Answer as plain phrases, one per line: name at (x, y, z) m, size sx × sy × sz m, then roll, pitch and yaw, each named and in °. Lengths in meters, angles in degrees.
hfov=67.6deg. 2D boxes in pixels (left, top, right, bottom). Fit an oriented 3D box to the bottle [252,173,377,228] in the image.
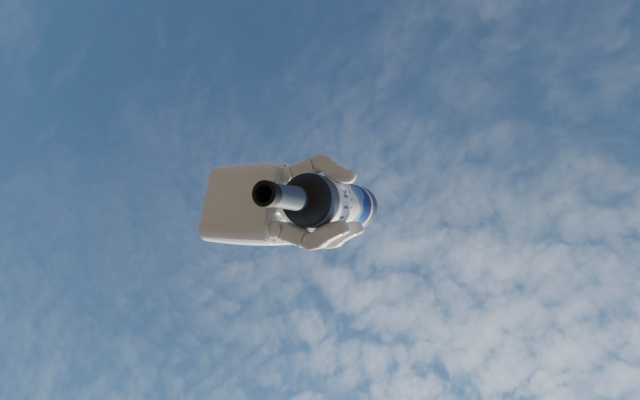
bottle at (0.000, 0.002, 0.609) m, size 0.069 × 0.069 × 0.296 m, roll 0°, pitch -3°, yaw 23°
